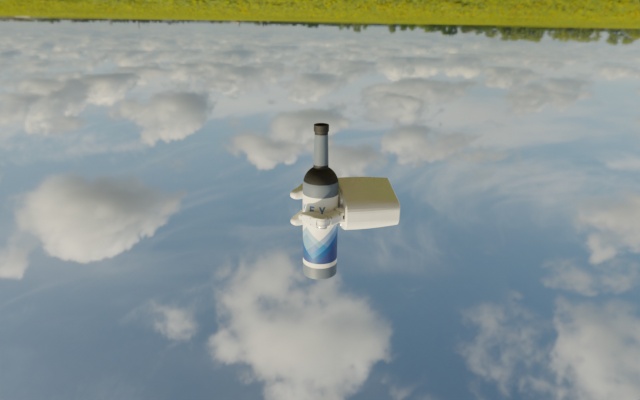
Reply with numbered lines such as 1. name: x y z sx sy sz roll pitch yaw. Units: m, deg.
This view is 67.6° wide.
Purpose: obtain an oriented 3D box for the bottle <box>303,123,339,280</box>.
1. bottle: 0.000 0.003 0.897 0.069 0.296 0.069 1 20 0
